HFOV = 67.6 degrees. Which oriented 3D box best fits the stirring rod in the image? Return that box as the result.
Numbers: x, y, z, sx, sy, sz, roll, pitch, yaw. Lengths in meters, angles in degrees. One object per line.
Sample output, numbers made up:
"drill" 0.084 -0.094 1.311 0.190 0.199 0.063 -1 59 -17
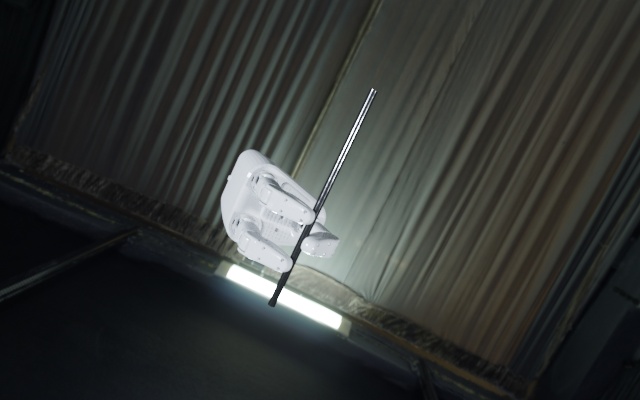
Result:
"stirring rod" 0.000 0.001 0.477 0.011 0.239 0.011 25 9 -4
